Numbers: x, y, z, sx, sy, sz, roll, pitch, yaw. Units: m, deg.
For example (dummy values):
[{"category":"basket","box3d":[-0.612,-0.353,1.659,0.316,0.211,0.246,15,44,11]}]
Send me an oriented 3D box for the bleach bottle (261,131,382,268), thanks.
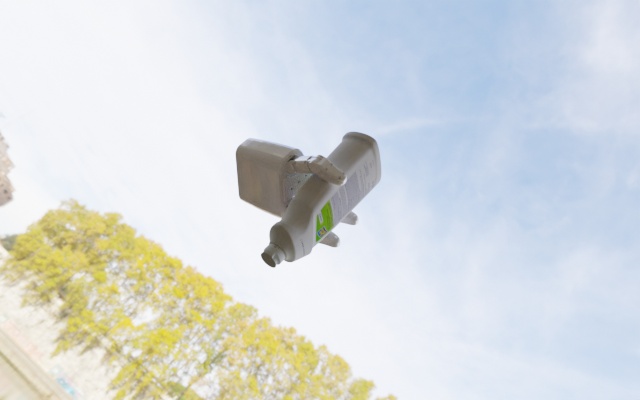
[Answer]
[{"category":"bleach bottle","box3d":[0.000,0.002,0.724,0.068,0.103,0.250,19,49,34]}]
